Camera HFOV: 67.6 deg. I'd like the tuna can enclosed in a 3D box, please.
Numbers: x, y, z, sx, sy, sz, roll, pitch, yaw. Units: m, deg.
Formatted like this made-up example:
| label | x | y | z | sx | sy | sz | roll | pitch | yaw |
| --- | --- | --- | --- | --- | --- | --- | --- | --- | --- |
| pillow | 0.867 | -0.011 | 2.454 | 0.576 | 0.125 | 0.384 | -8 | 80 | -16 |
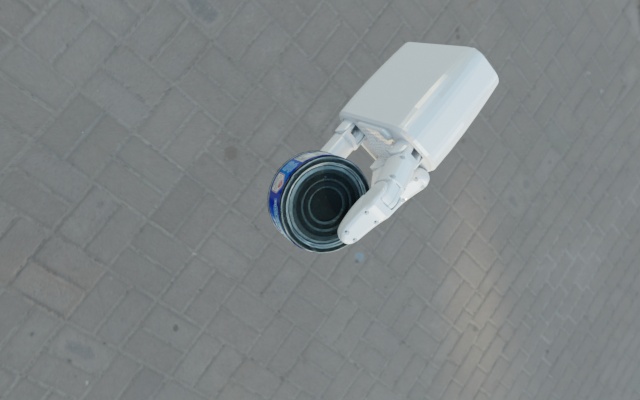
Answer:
| label | x | y | z | sx | sy | sz | roll | pitch | yaw |
| --- | --- | --- | --- | --- | --- | --- | --- | --- | --- |
| tuna can | 0.000 | 0.002 | 0.410 | 0.086 | 0.086 | 0.033 | 0 | 12 | -23 |
